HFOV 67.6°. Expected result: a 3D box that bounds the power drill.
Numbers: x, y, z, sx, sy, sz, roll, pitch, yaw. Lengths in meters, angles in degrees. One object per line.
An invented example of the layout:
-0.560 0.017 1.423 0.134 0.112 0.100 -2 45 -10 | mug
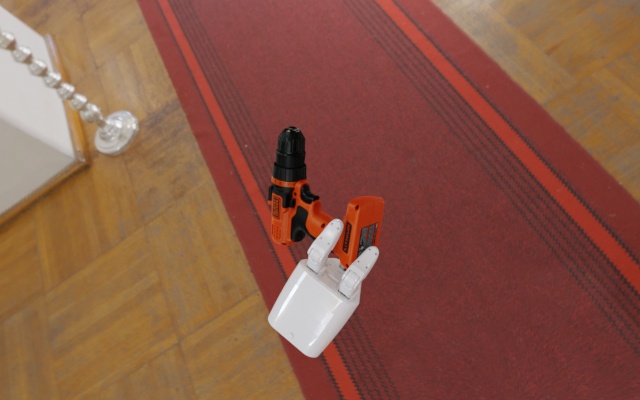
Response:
0.000 0.003 0.673 0.057 0.184 0.187 -17 31 -40 | power drill
